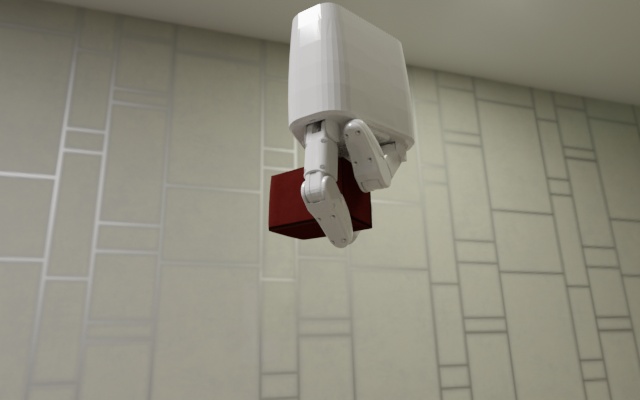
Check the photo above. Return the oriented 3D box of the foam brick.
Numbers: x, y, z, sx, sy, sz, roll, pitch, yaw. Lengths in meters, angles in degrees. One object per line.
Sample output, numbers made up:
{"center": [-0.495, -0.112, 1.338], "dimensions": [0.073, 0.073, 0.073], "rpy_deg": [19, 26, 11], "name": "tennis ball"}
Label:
{"center": [0.000, 0.001, 0.422], "dimensions": [0.078, 0.051, 0.053], "rpy_deg": [-12, -20, 30], "name": "foam brick"}
